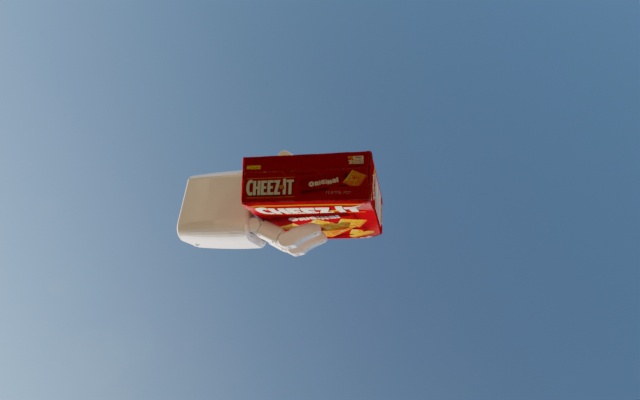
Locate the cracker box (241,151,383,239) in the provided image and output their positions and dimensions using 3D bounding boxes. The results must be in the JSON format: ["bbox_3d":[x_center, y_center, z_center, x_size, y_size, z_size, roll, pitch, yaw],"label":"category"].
[{"bbox_3d":[0.000,0.002,0.674,0.164,0.072,0.214,-2,-15,10],"label":"cracker box"}]
